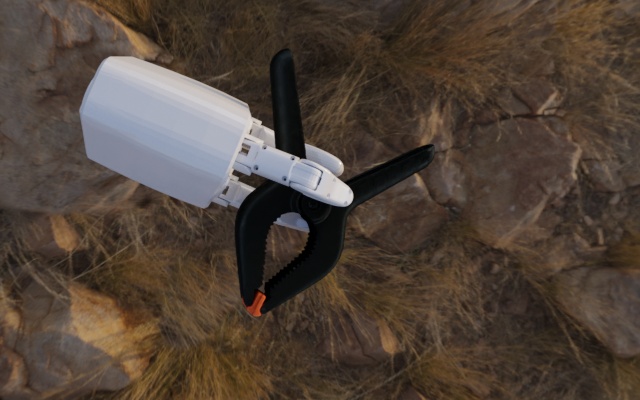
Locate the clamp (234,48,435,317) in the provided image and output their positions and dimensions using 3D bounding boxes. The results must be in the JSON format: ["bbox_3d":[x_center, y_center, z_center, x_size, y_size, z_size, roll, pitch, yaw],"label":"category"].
[{"bbox_3d":[0.000,0.002,0.402,0.164,0.210,0.036,23,-4,-15],"label":"clamp"}]
